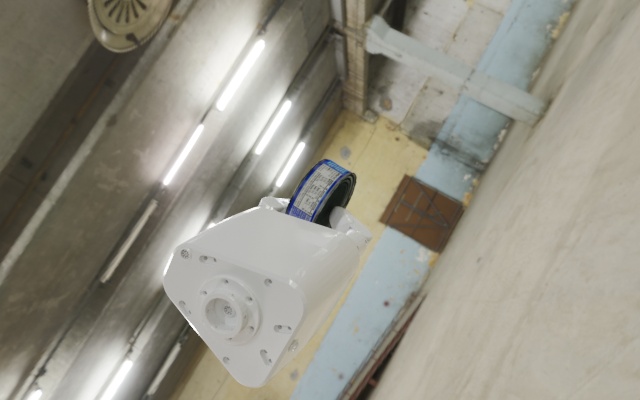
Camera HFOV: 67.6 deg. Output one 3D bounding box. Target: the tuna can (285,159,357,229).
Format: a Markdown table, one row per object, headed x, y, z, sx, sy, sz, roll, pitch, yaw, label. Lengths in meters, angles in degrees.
| x | y | z | sx | sy | sz | roll | pitch | yaw | label |
| --- | --- | --- | --- | --- | --- | --- | --- | --- | --- |
| 0.000 | 0.001 | 0.486 | 0.033 | 0.086 | 0.086 | 32 | 9 | 16 | tuna can |
